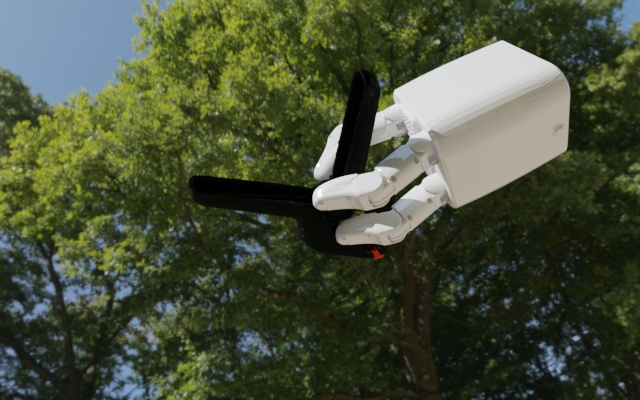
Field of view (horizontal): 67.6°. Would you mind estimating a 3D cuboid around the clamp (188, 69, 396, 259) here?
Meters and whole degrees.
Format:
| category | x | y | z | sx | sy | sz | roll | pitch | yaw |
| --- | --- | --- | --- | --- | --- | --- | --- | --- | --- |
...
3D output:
| category | x | y | z | sx | sy | sz | roll | pitch | yaw |
| --- | --- | --- | --- | --- | --- | --- | --- | --- | --- |
| clamp | 0.000 | 0.001 | 0.419 | 0.164 | 0.036 | 0.210 | -26 | -41 | 6 |
